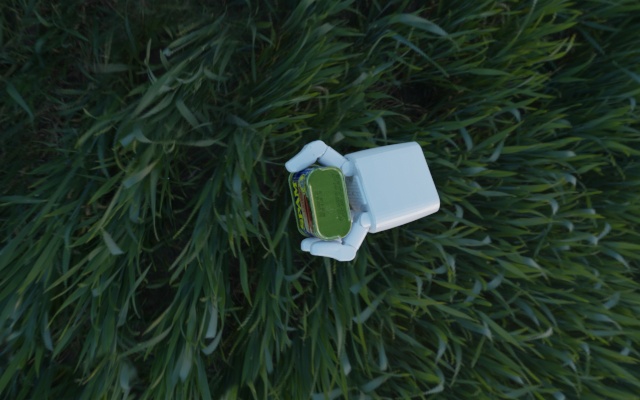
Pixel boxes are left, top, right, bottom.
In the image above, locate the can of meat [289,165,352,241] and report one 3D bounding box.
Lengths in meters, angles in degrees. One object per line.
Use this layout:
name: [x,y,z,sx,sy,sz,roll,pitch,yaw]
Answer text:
can of meat: [0.000,0.002,0.651,0.057,0.102,0.084,-12,6,-17]
